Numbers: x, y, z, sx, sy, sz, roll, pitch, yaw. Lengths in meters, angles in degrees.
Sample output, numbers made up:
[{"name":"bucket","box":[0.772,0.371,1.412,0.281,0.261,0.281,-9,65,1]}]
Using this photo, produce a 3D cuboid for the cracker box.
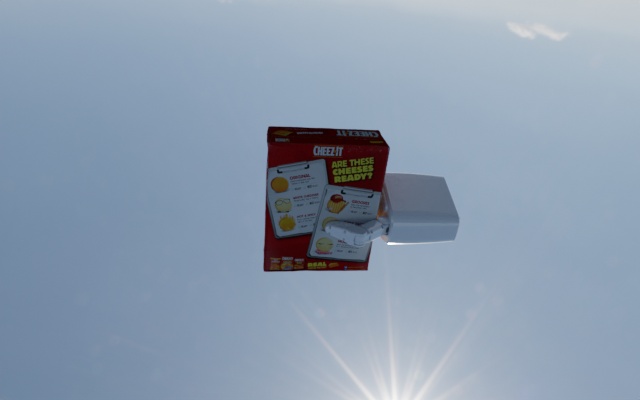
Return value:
[{"name":"cracker box","box":[0.000,0.003,0.701,0.164,0.214,0.072,1,30,-9]}]
